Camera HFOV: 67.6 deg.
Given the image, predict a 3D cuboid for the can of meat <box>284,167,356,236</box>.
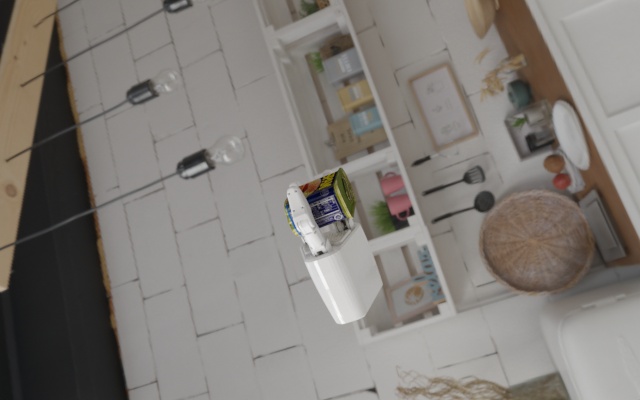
[{"bbox_3d":[0.000,0.002,0.679,0.084,0.057,0.102,-22,15,13],"label":"can of meat"}]
